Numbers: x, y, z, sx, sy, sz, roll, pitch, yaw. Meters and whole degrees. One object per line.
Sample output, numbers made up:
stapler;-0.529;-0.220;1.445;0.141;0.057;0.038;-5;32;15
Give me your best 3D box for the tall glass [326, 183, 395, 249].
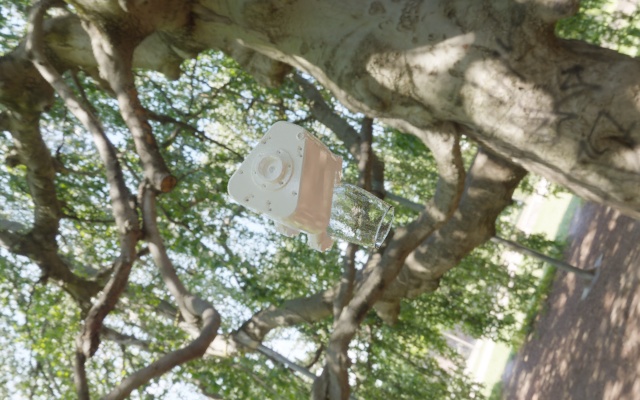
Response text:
tall glass;0.000;0.002;0.672;0.201;0.079;0.079;22;8;20
